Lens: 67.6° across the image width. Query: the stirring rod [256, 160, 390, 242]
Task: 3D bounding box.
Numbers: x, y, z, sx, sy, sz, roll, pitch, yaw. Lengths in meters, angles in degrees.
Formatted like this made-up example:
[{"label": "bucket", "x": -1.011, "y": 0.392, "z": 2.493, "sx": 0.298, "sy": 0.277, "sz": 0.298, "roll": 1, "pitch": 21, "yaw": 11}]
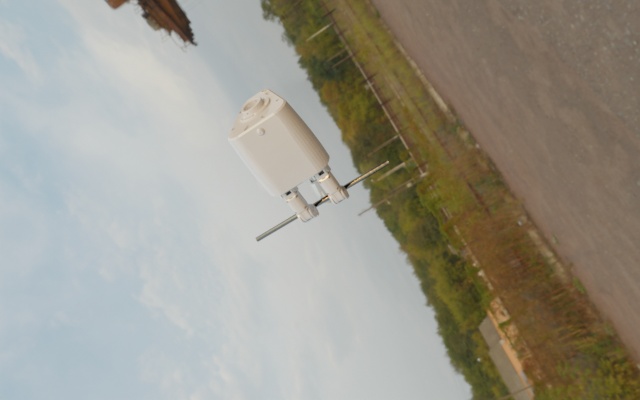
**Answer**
[{"label": "stirring rod", "x": 0.000, "y": 0.002, "z": 0.736, "sx": 0.239, "sy": 0.011, "sz": 0.011, "roll": -31, "pitch": -7, "yaw": 12}]
